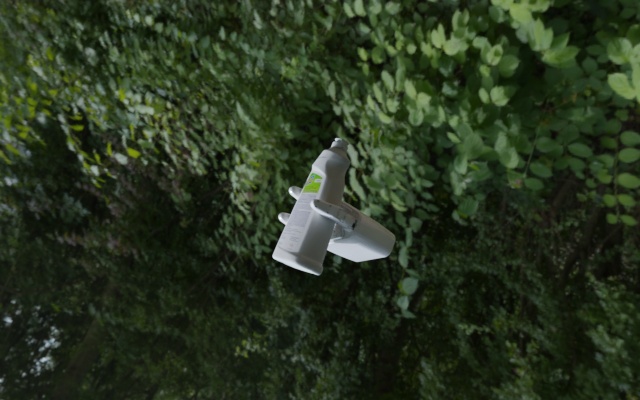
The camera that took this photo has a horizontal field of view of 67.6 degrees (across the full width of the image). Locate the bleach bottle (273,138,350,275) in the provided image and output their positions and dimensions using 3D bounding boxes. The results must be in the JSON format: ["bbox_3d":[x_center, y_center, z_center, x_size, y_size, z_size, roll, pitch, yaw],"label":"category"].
[{"bbox_3d":[0.000,0.003,0.869,0.068,0.250,0.102,30,-14,-34],"label":"bleach bottle"}]
